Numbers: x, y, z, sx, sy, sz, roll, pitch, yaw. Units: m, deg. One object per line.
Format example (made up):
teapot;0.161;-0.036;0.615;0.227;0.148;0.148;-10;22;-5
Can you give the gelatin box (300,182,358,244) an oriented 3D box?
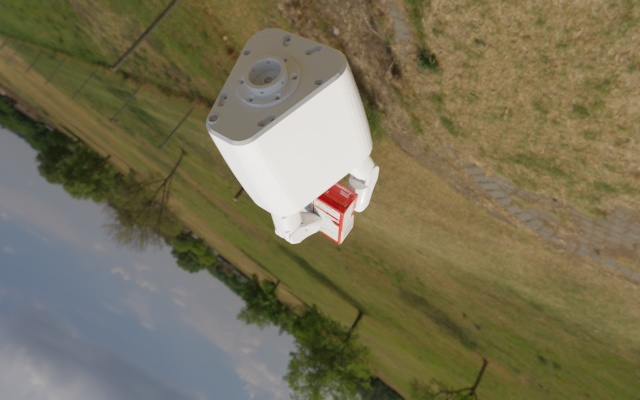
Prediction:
gelatin box;0.000;0.002;0.503;0.073;0.030;0.089;33;-21;14
